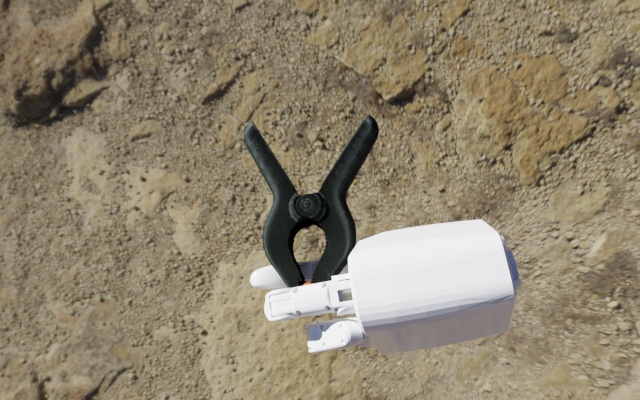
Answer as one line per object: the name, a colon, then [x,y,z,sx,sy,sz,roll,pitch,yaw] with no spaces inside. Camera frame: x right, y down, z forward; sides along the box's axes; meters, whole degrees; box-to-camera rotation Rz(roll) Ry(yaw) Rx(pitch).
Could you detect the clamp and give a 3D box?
clamp: [0.000,0.001,0.407,0.120,0.171,0.039,-12,-15,11]
